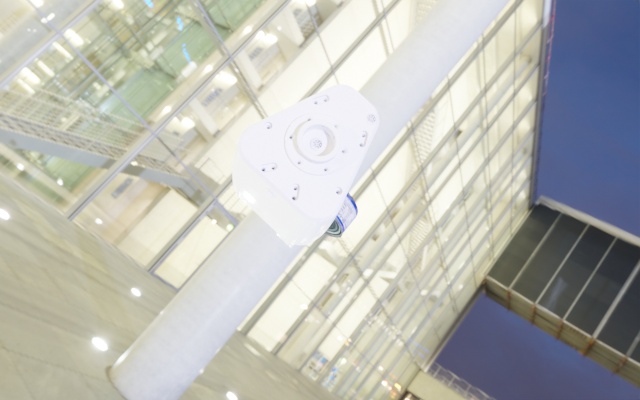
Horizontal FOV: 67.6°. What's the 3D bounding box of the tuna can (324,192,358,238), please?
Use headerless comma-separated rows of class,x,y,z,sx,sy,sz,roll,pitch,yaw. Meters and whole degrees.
tuna can,0.000,0.001,0.540,0.086,0.033,0.086,35,-20,15
